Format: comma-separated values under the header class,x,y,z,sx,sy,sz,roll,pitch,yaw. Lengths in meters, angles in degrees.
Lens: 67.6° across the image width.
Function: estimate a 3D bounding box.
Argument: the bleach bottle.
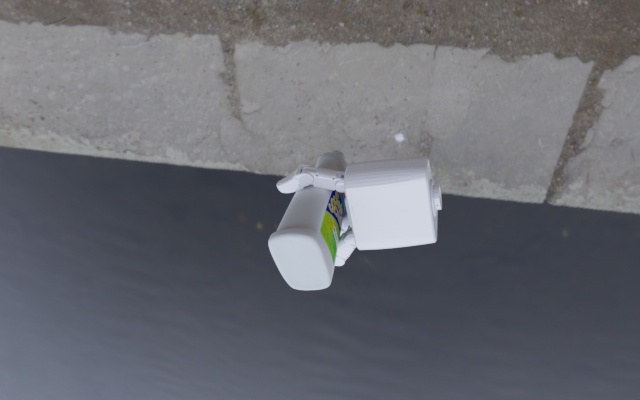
class,x,y,z,sx,sy,sz,roll,pitch,yaw
bleach bottle,0.000,0.002,0.679,0.068,0.103,0.250,-6,37,19
